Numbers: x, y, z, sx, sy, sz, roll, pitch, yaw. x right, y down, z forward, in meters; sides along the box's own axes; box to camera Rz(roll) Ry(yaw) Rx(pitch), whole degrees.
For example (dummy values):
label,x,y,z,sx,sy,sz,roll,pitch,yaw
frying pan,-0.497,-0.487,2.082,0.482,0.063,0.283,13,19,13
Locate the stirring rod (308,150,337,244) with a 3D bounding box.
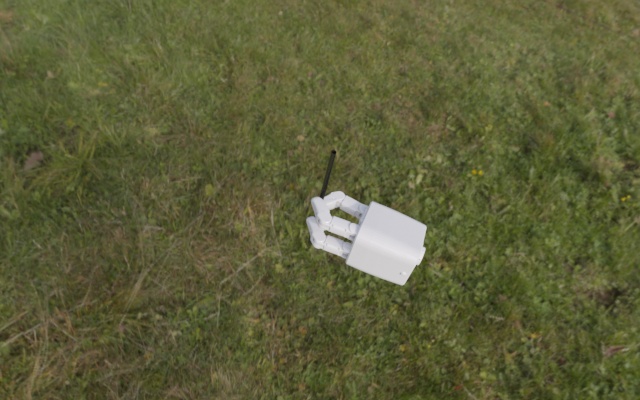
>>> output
label,x,y,z,sx,sy,sz,roll,pitch,yaw
stirring rod,0.000,0.003,0.811,0.011,0.011,0.240,0,-39,-12
